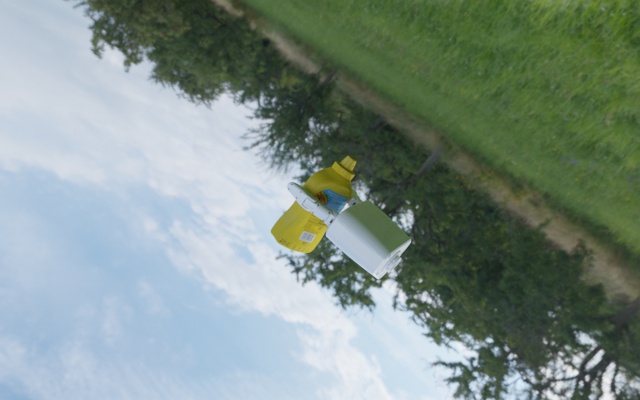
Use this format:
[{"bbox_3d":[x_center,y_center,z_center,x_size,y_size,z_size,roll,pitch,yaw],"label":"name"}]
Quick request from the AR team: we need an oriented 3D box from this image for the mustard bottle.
[{"bbox_3d":[0.000,0.003,0.840,0.096,0.192,0.058,22,20,-44],"label":"mustard bottle"}]
